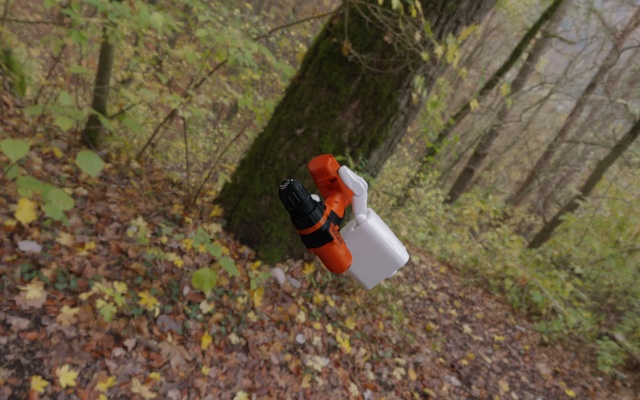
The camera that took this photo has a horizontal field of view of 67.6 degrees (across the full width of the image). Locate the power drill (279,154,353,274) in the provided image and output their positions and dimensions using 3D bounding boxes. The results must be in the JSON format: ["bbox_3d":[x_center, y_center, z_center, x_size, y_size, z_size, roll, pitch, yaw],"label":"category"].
[{"bbox_3d":[0.000,0.003,0.793,0.057,0.184,0.187,-18,31,23],"label":"power drill"}]
